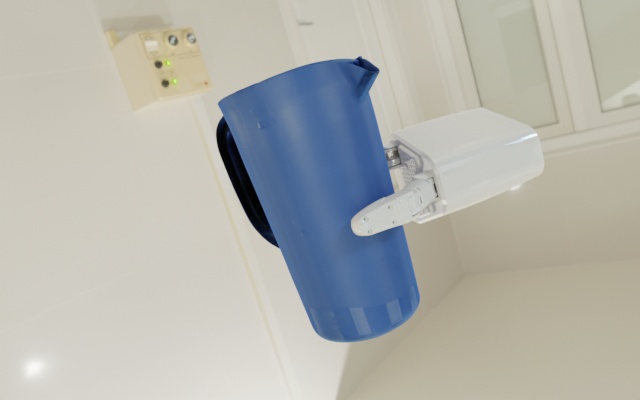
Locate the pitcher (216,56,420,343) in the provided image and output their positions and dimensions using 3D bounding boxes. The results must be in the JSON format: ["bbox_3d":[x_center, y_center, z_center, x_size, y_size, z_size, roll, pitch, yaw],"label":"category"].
[{"bbox_3d":[0.000,0.001,0.447,0.145,0.243,0.149,-20,10,-10],"label":"pitcher"}]
